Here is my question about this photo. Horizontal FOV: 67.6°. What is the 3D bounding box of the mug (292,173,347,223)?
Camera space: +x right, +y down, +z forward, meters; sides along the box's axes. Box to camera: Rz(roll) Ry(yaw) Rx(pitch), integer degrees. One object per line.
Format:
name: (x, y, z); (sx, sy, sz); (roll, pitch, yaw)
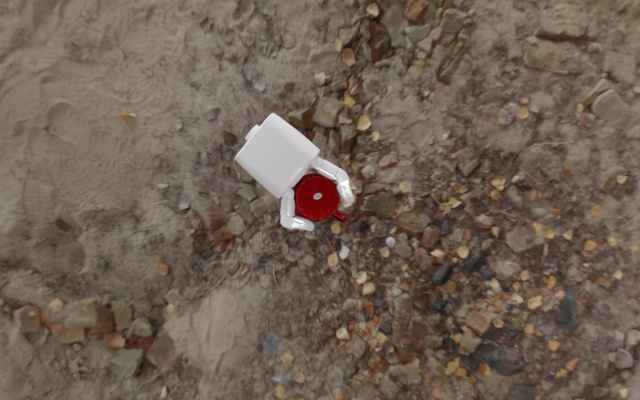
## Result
mug: (0.001, 0.004, 0.872); (0.117, 0.093, 0.081); (40, -4, -6)
